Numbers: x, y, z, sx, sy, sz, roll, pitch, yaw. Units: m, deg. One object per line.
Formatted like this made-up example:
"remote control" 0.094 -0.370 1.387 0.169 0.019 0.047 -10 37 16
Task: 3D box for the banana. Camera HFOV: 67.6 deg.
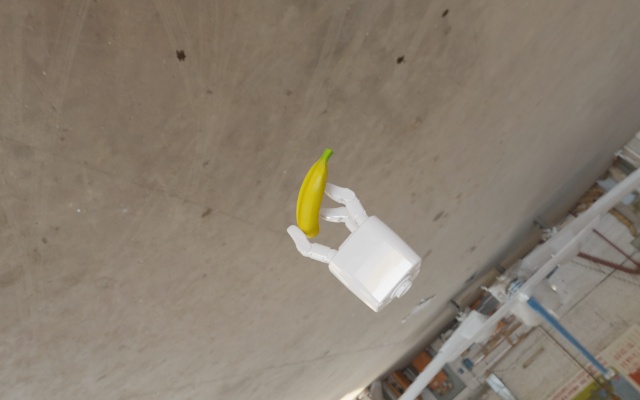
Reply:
"banana" -0.011 0.009 0.791 0.037 0.198 0.069 36 49 22
